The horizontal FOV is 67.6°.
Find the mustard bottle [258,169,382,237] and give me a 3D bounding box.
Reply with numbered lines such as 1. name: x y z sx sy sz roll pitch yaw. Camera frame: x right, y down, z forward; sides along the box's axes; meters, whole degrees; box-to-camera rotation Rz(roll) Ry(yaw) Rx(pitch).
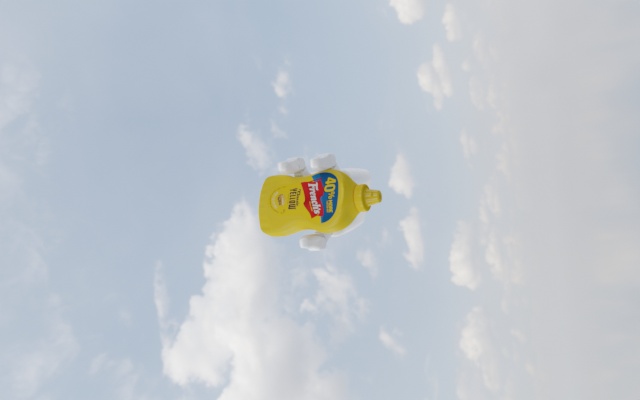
1. mustard bottle: 0.000 0.002 0.724 0.191 0.096 0.058 -5 -21 26
